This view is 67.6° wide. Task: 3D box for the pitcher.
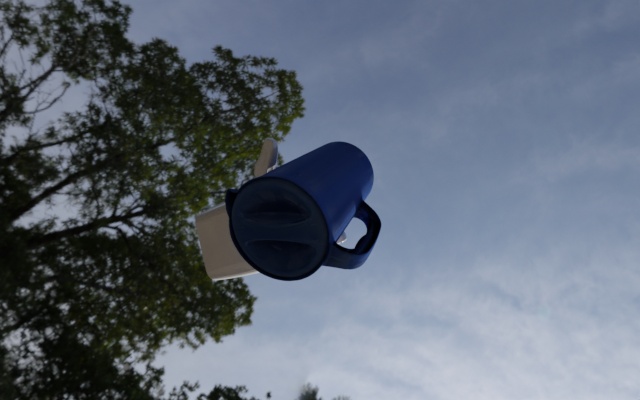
[{"bbox_3d":[0.000,0.002,0.653,0.145,0.149,0.242,-20,11,29],"label":"pitcher"}]
